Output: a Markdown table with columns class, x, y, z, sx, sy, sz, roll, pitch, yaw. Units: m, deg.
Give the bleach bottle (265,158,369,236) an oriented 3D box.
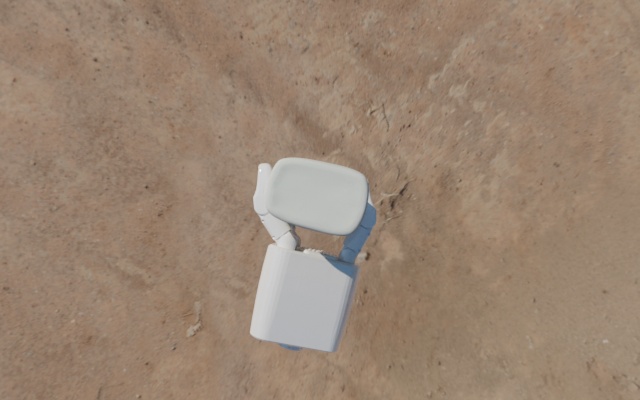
| class | x | y | z | sx | sy | sz | roll | pitch | yaw |
| --- | --- | --- | --- | --- | --- | --- | --- | --- | --- |
| bleach bottle | 0.000 | 0.002 | 0.579 | 0.102 | 0.068 | 0.251 | 14 | -3 | 3 |
